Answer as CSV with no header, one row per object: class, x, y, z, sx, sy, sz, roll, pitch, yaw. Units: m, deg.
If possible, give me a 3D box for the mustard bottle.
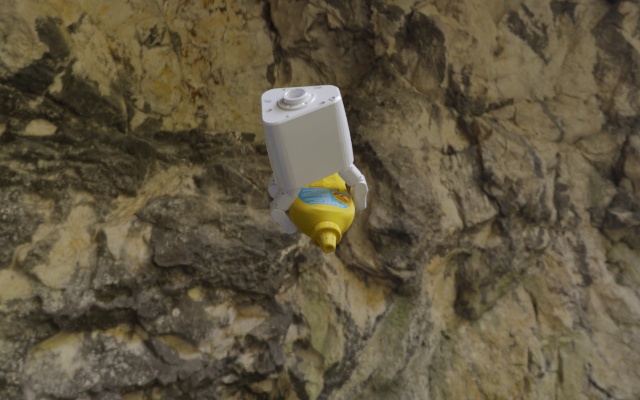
mustard bottle,0.000,0.002,0.705,0.096,0.058,0.191,8,38,-15
